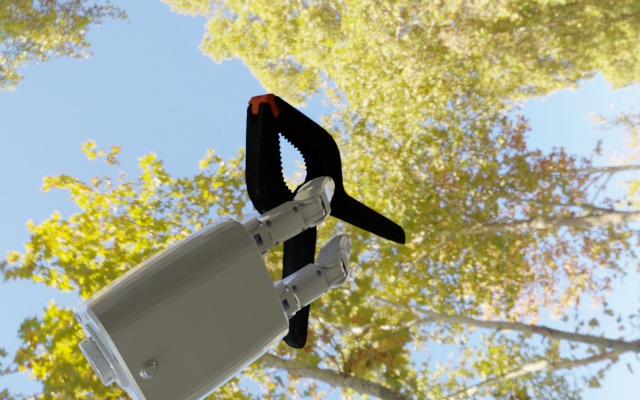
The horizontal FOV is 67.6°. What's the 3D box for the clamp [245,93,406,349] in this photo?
[{"bbox_3d":[-0.001,0.001,0.421,0.164,0.210,0.036,-33,24,-33],"label":"clamp"}]
